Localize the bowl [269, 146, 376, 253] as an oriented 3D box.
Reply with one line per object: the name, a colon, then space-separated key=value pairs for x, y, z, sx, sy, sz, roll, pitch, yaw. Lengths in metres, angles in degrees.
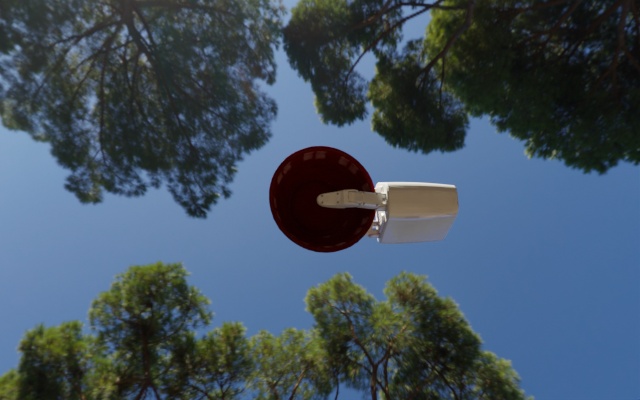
bowl: x=-0.001 y=0.002 z=0.720 sx=0.162 sy=0.162 sz=0.055 roll=0 pitch=-14 yaw=-12
